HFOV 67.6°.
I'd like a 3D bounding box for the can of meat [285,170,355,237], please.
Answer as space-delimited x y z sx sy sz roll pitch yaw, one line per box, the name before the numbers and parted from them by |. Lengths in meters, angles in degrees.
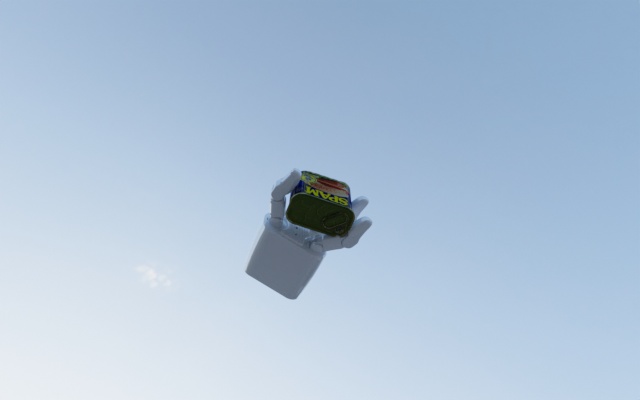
can of meat | 0.000 0.002 0.748 0.102 0.057 0.084 18 29 -10
